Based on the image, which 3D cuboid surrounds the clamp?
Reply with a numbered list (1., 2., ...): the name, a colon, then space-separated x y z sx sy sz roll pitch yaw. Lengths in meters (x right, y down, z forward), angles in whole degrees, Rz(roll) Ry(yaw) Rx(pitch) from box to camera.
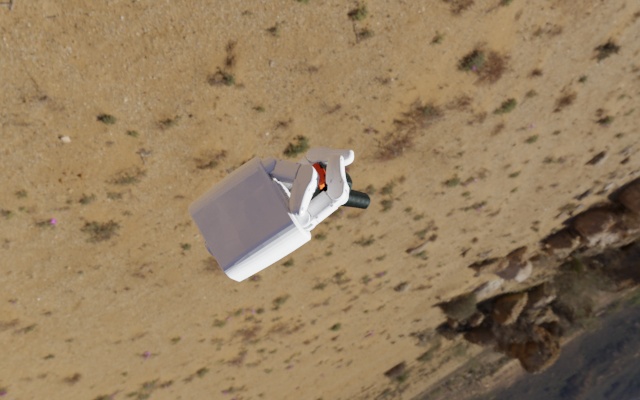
1. clamp: 0.000 0.003 0.656 0.120 0.039 0.171 -33 -26 5
